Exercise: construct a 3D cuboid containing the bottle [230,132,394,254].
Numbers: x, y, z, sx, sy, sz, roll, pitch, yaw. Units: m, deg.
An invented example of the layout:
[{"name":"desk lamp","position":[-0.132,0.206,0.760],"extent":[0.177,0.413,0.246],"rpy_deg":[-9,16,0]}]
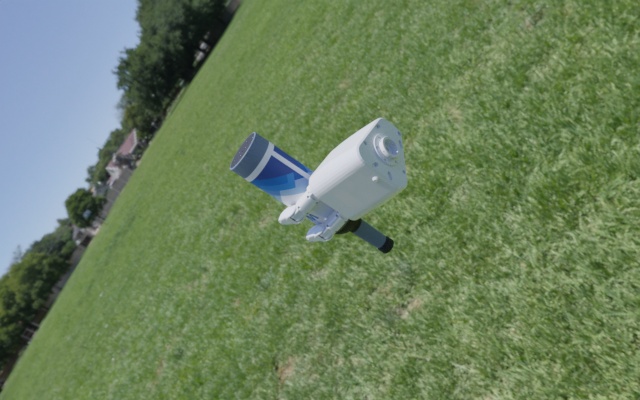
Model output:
[{"name":"bottle","position":[0.000,0.002,0.752],"extent":[0.296,0.069,0.069],"rpy_deg":[33,-13,-21]}]
